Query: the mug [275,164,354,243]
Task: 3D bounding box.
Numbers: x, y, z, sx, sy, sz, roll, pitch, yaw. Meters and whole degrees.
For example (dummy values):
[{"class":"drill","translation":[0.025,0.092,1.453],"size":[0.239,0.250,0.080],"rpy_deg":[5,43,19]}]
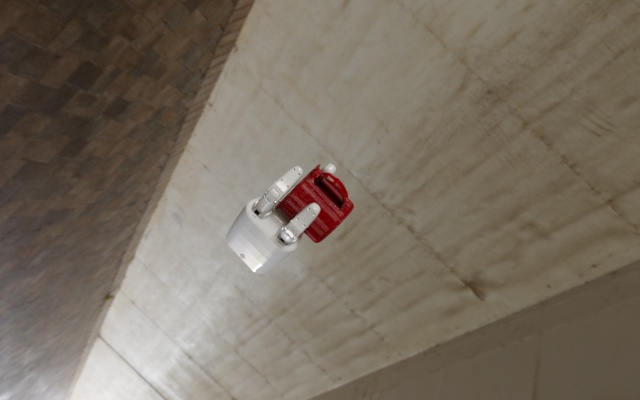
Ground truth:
[{"class":"mug","translation":[0.001,0.002,0.688],"size":[0.093,0.081,0.117],"rpy_deg":[-46,1,-41]}]
